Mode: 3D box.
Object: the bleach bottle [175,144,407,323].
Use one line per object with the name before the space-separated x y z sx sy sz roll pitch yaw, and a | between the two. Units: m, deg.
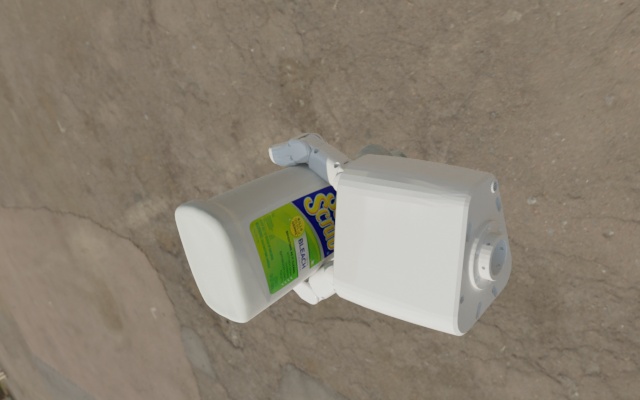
bleach bottle | 0.000 0.002 0.435 0.068 0.103 0.250 11 31 43
